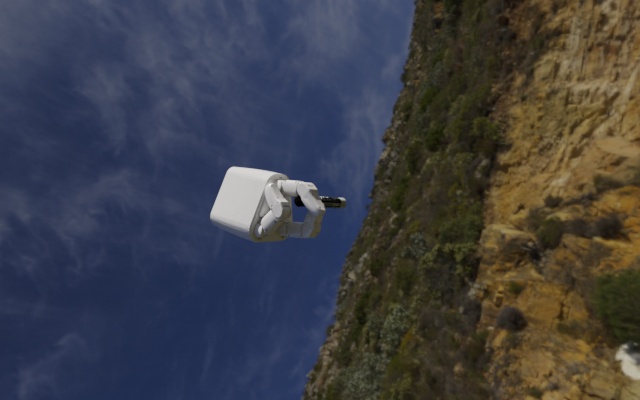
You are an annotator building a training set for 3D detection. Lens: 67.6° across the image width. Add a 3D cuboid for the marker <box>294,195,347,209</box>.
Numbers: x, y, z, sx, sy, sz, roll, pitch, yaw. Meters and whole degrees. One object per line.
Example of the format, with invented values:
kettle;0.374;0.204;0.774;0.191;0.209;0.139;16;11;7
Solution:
marker;0.000;0.003;0.770;0.020;0.020;0.121;0;-2;38
